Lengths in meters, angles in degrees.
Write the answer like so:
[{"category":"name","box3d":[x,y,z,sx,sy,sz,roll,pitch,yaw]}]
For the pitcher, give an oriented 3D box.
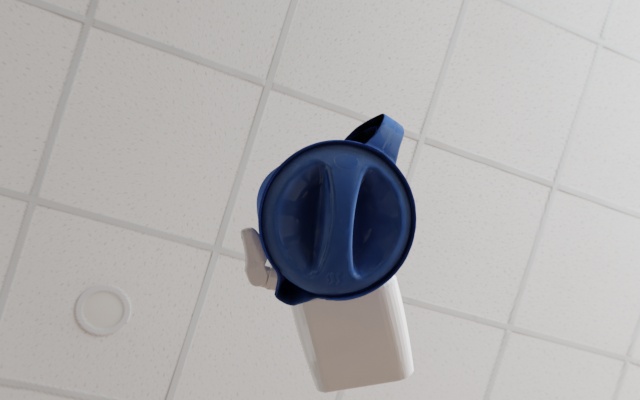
[{"category":"pitcher","box3d":[0.000,0.002,0.501,0.149,0.145,0.243,-14,6,-10]}]
